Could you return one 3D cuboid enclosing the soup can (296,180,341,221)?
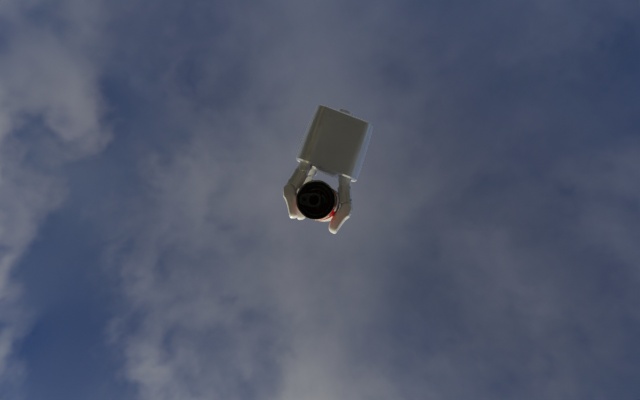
[{"bbox_3d":[0.000,0.003,0.855,0.068,0.068,0.102,0,-5,10],"label":"soup can"}]
